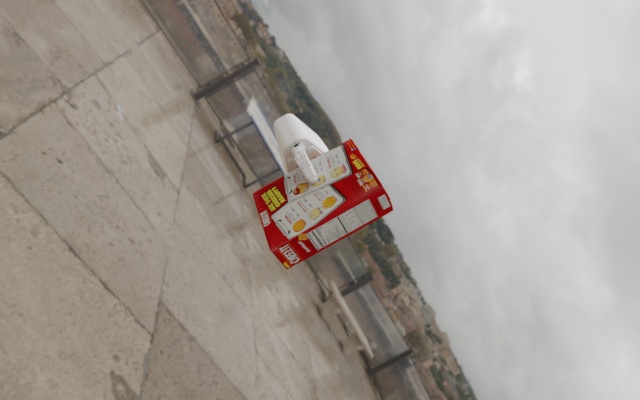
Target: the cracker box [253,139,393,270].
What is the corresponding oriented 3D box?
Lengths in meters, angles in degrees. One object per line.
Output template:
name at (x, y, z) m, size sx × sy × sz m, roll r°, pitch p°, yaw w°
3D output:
cracker box at (0.000, 0.003, 0.849) m, size 0.214 × 0.072 × 0.164 m, roll -30°, pitch 41°, yaw 3°
